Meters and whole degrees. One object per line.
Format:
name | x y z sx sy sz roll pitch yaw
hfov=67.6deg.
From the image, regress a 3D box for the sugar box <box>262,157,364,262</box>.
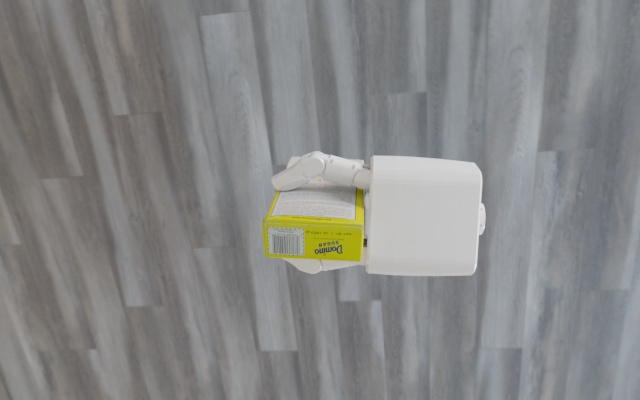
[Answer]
sugar box | 0.000 0.002 0.512 0.093 0.048 0.176 3 22 5
